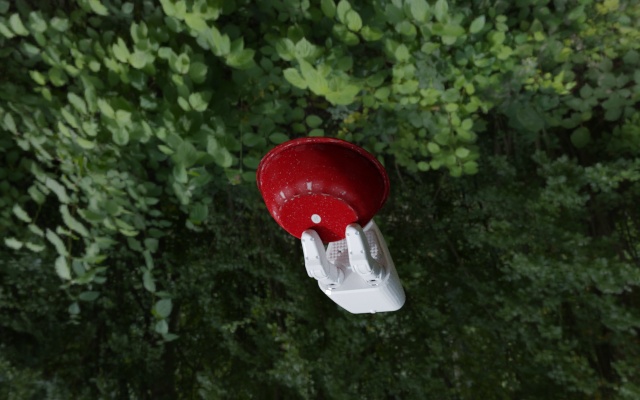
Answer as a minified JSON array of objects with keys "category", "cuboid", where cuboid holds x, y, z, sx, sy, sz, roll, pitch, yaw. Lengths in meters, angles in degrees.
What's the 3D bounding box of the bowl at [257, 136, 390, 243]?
[{"category":"bowl","cuboid":[-0.001,0.001,0.561,0.162,0.055,0.162,5,-40,4]}]
